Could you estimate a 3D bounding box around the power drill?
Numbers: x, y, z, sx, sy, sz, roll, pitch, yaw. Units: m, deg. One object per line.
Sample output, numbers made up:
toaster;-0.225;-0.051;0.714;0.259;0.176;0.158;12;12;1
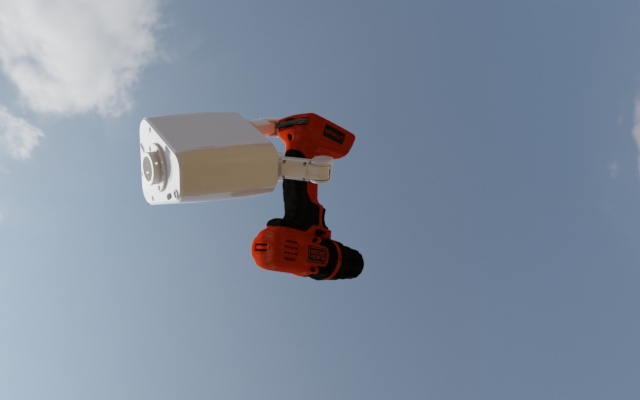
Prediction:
power drill;0.000;0.001;0.580;0.057;0.187;0.184;-5;-15;36
